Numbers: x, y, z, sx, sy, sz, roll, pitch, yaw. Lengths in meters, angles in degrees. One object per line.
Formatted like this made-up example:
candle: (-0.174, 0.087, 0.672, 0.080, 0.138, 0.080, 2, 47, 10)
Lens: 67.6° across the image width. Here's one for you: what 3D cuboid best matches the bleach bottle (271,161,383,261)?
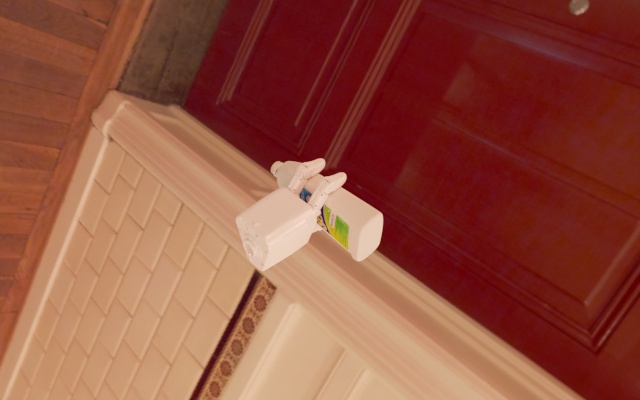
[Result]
bleach bottle: (0.000, 0.003, 0.893, 0.068, 0.103, 0.250, -34, 54, -31)
